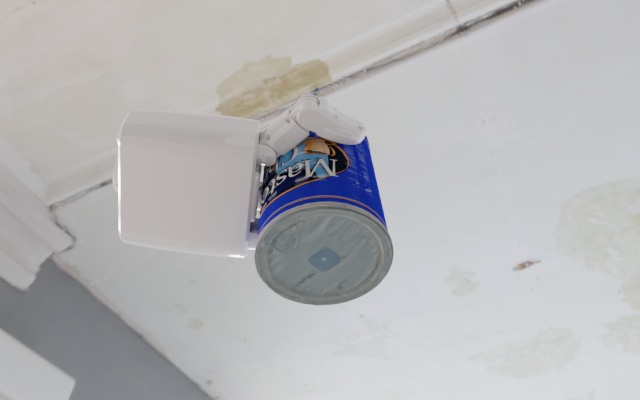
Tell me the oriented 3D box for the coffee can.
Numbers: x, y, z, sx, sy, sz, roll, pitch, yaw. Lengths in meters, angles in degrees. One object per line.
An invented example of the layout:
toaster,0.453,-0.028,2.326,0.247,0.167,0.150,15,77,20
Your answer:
coffee can,0.000,0.001,0.405,0.103,0.103,0.140,0,38,-3
